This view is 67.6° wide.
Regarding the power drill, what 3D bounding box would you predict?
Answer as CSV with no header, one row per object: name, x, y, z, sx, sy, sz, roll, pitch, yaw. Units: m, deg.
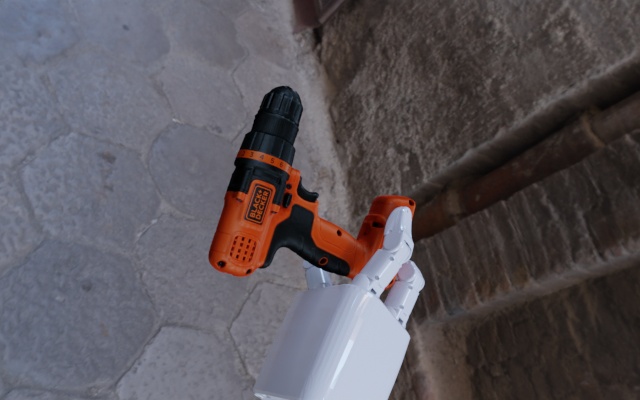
power drill,0.000,0.002,0.472,0.188,0.184,0.057,21,-9,-22
